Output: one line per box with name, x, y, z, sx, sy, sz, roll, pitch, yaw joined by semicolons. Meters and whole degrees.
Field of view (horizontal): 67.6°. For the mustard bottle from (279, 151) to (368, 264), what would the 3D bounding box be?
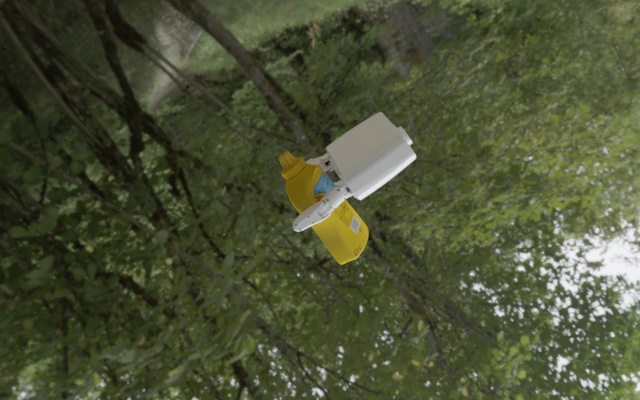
mustard bottle;0.000;0.003;0.747;0.058;0.192;0.096;-26;21;31
